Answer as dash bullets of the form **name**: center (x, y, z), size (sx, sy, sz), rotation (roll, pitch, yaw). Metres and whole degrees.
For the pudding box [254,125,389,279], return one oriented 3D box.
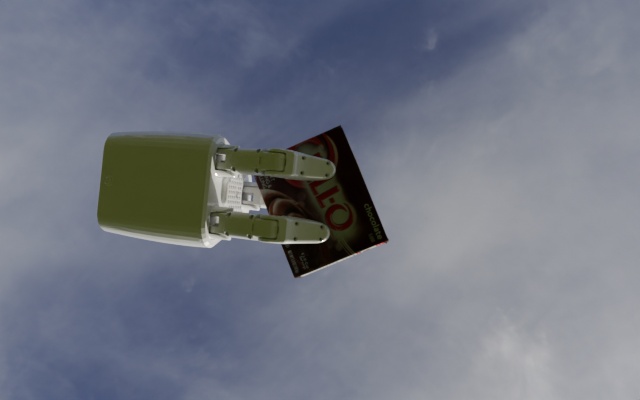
- **pudding box**: center (0.000, 0.001, 0.433), size (0.090, 0.113, 0.039), rotation (-23, -5, 8)
